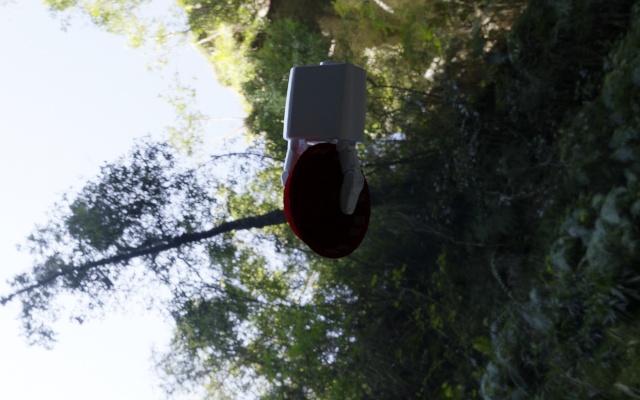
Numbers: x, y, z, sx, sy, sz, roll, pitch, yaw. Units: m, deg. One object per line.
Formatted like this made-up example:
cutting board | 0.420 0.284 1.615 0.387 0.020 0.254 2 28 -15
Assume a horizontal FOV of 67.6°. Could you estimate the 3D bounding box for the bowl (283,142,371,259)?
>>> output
bowl | 0.000 0.004 0.675 0.055 0.162 0.162 -9 -6 44
